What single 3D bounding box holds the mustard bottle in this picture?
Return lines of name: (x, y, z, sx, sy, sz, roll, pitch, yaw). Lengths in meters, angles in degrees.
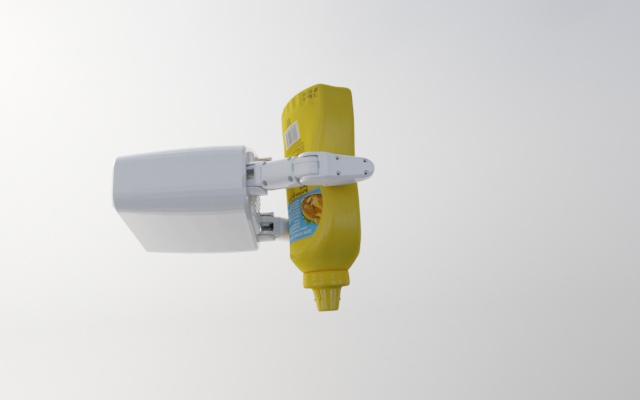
mustard bottle: (0.000, 0.001, 0.428, 0.058, 0.191, 0.096, 3, -15, -26)
